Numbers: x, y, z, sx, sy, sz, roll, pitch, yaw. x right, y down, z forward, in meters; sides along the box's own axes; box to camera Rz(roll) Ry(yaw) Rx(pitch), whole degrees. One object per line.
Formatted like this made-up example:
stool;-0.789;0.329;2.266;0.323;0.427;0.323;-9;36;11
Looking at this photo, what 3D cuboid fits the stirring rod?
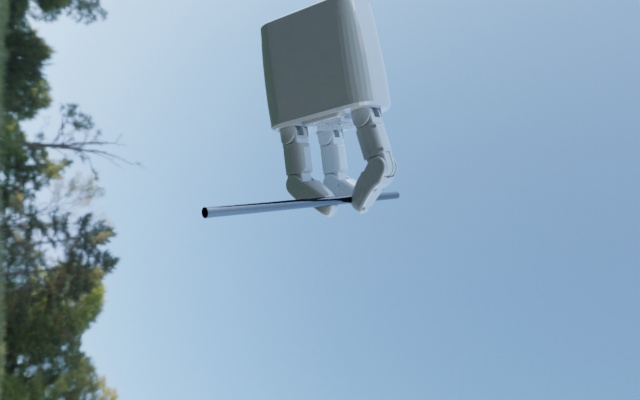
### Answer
stirring rod;0.000;0.001;0.424;0.011;0.011;0.239;0;3;43
